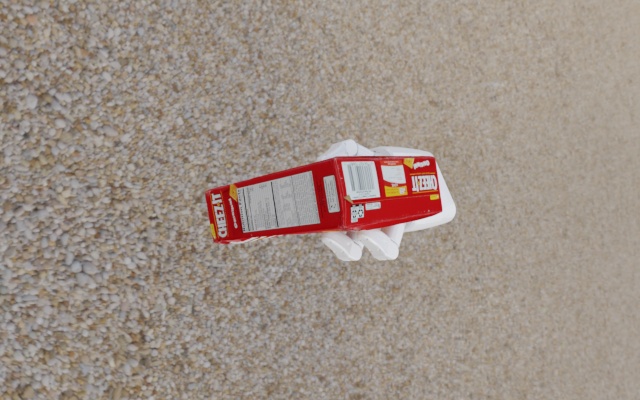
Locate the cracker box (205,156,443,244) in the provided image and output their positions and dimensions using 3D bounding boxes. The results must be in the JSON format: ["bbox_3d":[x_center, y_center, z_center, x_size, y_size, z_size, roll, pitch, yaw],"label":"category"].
[{"bbox_3d":[0.000,0.002,0.536,0.164,0.072,0.214,-6,-3,-45],"label":"cracker box"}]
